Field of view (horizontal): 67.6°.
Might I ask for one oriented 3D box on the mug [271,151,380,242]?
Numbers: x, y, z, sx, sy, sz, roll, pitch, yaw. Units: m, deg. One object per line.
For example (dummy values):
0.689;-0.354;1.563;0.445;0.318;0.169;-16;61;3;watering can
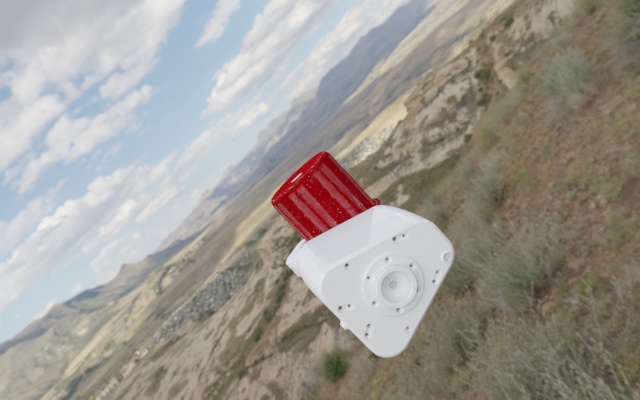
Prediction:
0.000;0.001;0.520;0.093;0.081;0.117;-44;10;-6;mug
